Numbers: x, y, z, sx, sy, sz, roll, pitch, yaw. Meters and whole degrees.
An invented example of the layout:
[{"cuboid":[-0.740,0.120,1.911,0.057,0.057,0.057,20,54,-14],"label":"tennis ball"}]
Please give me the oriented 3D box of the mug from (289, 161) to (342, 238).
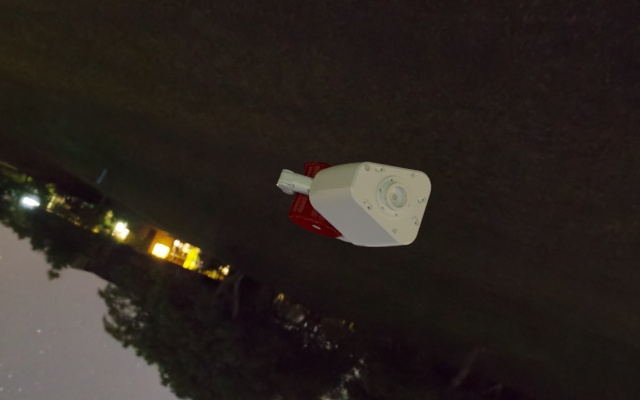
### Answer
[{"cuboid":[-0.001,0.003,0.689,0.093,0.081,0.117,27,-15,-21],"label":"mug"}]
